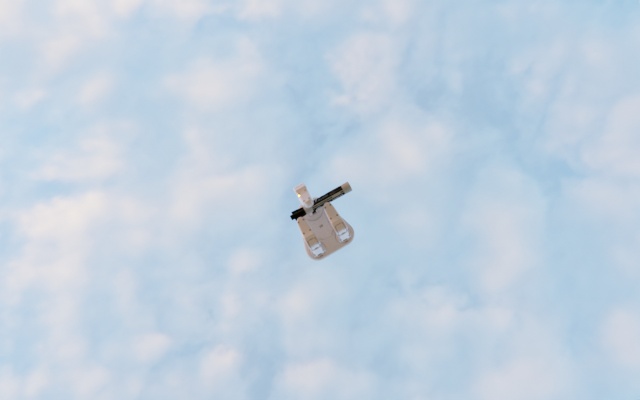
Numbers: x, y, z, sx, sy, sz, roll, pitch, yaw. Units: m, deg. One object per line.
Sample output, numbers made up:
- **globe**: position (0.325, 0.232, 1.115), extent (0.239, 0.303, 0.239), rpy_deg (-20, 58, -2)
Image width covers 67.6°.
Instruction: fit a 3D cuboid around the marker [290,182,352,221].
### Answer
- **marker**: position (0.000, 0.003, 0.856), extent (0.121, 0.020, 0.020), rpy_deg (-29, 1, -2)
